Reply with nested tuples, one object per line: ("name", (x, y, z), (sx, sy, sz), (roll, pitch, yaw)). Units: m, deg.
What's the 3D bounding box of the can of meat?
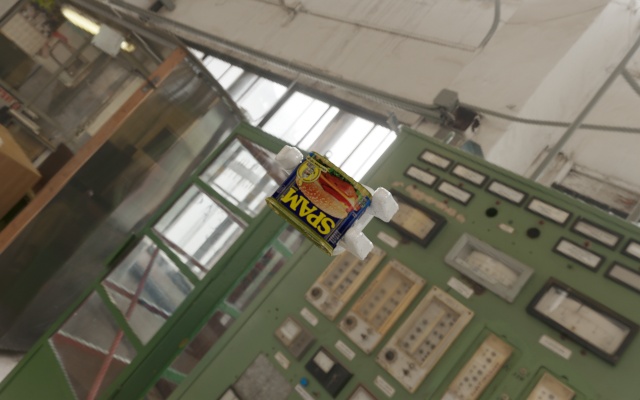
("can of meat", (0.000, 0.002, 0.571), (0.102, 0.084, 0.057), (39, -10, 10))
